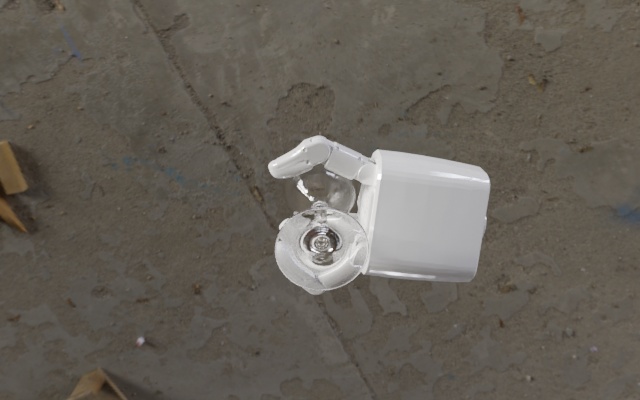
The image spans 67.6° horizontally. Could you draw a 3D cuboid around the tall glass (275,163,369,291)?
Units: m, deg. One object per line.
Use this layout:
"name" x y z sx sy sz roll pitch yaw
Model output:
"tall glass" 0.000 0.002 0.465 0.079 0.079 0.201 0 23 -1
